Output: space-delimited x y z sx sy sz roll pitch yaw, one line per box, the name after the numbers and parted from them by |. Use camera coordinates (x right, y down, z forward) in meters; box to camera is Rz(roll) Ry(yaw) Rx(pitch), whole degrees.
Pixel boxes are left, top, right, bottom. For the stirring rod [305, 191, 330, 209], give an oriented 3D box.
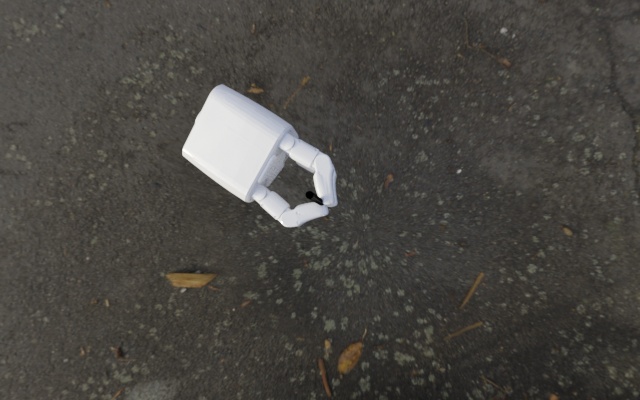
0.000 0.002 0.581 0.011 0.011 0.239 0 -3 5 | stirring rod
